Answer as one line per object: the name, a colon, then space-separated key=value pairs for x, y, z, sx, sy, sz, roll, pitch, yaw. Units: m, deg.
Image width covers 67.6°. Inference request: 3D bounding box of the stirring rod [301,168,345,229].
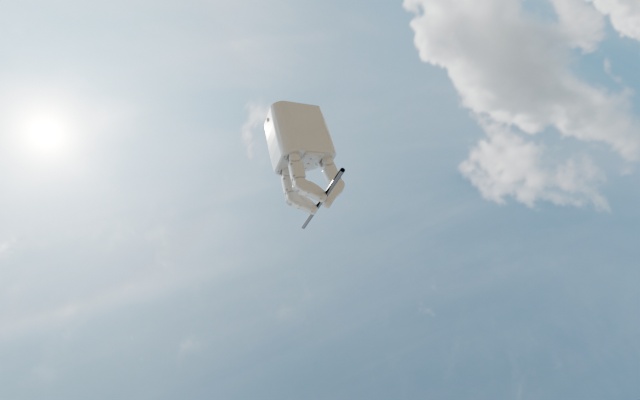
stirring rod: x=0.000 y=0.003 z=0.838 sx=0.011 sy=0.011 sz=0.240 roll=0 pitch=-24 yaw=-18
